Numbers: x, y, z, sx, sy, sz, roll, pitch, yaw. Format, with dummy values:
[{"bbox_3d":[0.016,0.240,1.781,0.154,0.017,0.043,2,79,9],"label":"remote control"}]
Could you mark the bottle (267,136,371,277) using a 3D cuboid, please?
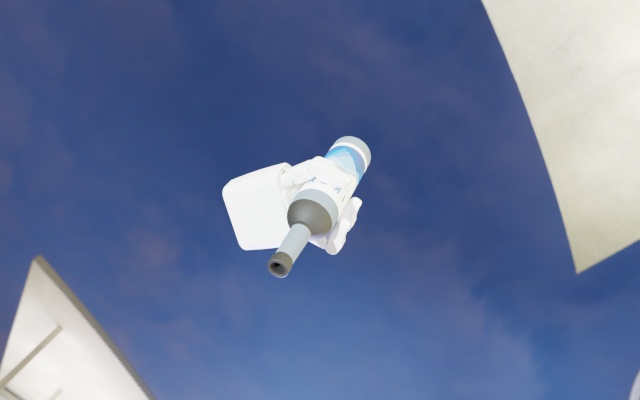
[{"bbox_3d":[0.000,0.002,0.673,0.069,0.069,0.295,0,32,24],"label":"bottle"}]
